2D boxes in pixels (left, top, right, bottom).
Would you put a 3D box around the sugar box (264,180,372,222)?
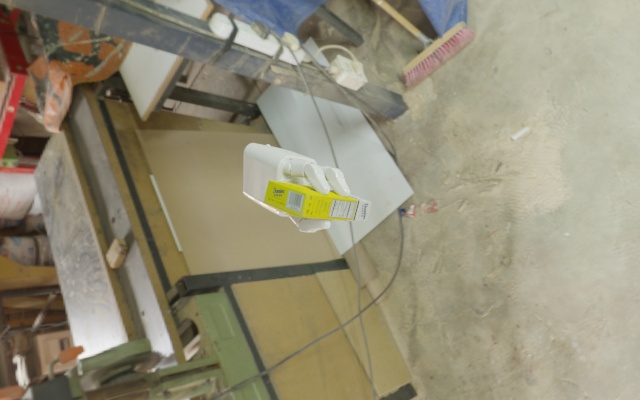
[{"bbox_3d":[0.000,0.002,0.819,0.093,0.048,0.176,20,11,40],"label":"sugar box"}]
